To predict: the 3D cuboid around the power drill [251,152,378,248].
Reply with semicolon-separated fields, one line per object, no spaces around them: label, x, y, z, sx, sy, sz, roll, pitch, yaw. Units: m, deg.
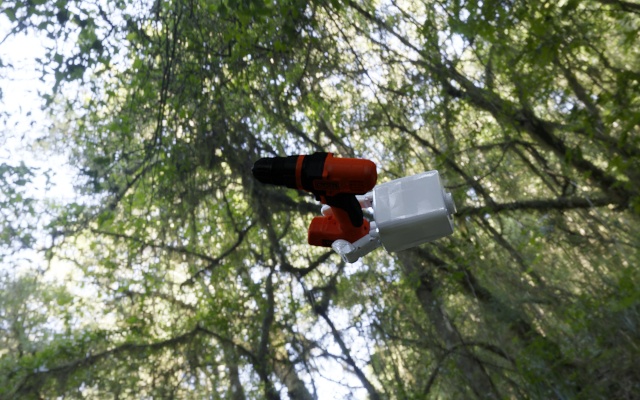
power drill;0.000;0.003;0.735;0.184;0.057;0.188;5;-35;16
